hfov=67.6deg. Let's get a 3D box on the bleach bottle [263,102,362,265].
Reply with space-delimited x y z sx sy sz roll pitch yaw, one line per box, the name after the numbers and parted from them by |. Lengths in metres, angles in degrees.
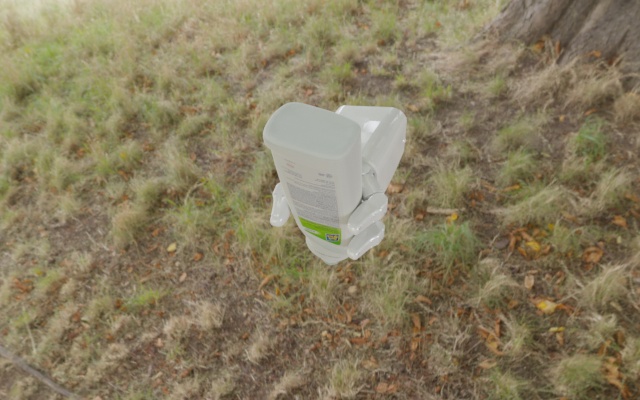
0.000 0.002 0.585 0.102 0.068 0.251 20 -33 18 | bleach bottle
